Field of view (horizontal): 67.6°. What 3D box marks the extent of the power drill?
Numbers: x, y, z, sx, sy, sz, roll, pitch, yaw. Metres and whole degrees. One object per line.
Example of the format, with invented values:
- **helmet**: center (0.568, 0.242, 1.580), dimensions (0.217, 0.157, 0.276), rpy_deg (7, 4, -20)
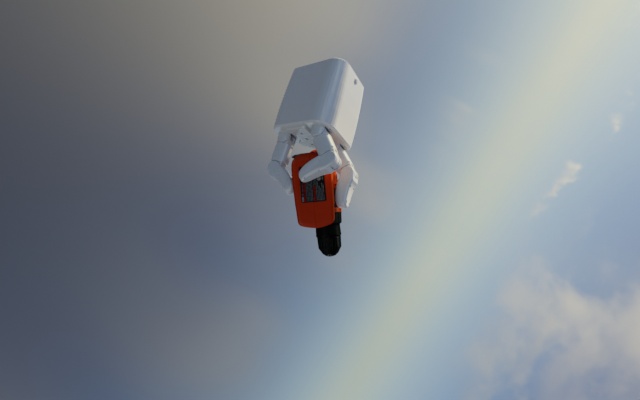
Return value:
- **power drill**: center (0.000, 0.002, 0.746), dimensions (0.057, 0.184, 0.187), rpy_deg (-7, -2, 5)
